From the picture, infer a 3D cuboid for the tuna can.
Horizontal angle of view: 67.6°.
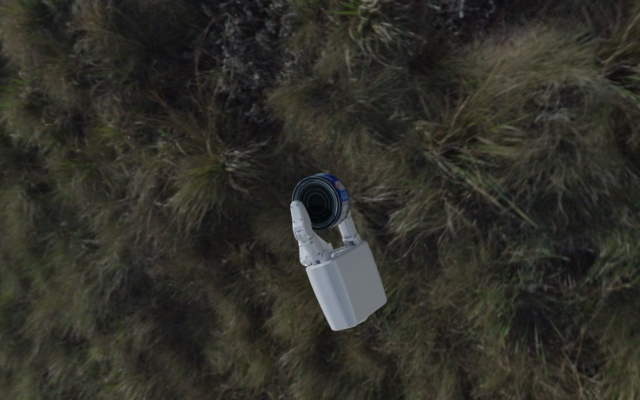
[{"bbox_3d":[0.000,0.002,0.725,0.086,0.086,0.033,0,9,29],"label":"tuna can"}]
